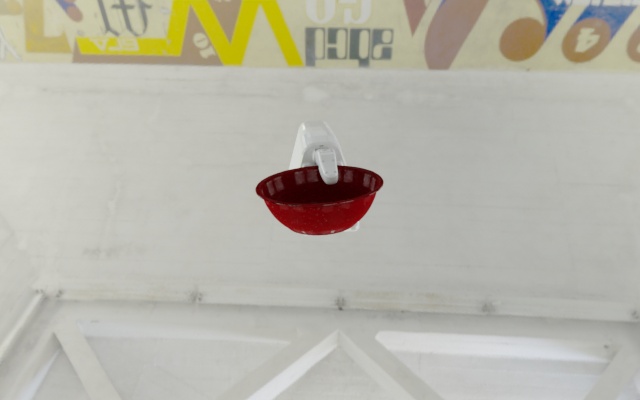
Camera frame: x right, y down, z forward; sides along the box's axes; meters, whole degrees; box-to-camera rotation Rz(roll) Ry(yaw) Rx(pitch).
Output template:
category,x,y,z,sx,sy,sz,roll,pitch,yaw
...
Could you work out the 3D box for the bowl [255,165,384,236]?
category,x,y,z,sx,sy,sz,roll,pitch,yaw
bowl,0.000,0.003,0.611,0.162,0.055,0.162,-3,19,1
